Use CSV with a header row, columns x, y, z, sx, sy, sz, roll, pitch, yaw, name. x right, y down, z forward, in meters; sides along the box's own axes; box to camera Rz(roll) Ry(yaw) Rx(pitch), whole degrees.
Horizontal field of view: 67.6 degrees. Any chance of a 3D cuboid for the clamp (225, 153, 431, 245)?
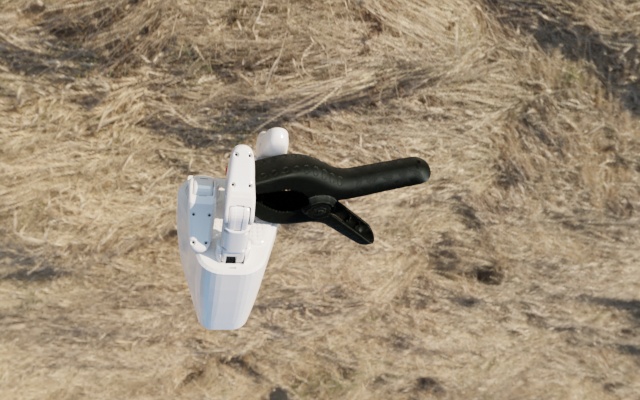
x,y,z,sx,sy,sz,roll,pitch,yaw,name
0.000,0.002,0.426,0.171,0.039,0.120,4,-44,-14,clamp
